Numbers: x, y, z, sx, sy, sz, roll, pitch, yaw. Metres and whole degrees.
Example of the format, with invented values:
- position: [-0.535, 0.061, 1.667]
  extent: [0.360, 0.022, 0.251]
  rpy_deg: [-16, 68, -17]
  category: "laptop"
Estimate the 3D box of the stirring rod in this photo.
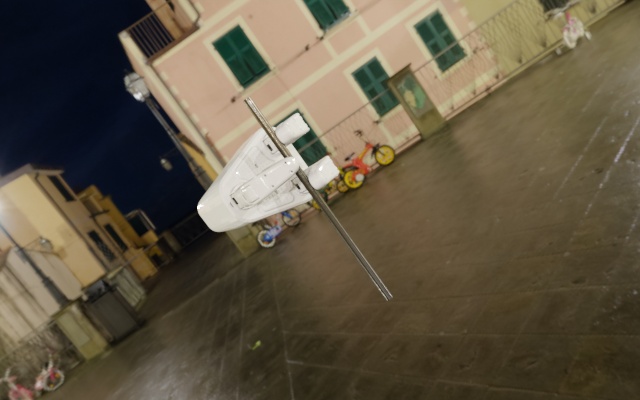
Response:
- position: [0.000, 0.002, 0.464]
  extent: [0.011, 0.239, 0.011]
  rpy_deg: [-35, 8, 6]
  category: "stirring rod"
